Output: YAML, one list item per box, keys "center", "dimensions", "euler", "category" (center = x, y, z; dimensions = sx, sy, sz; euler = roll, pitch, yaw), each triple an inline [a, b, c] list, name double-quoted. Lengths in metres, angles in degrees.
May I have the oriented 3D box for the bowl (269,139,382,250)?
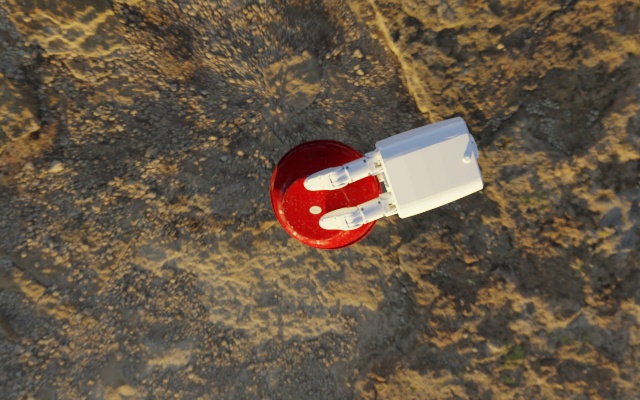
- center: [-0.001, 0.003, 0.644]
  dimensions: [0.162, 0.162, 0.055]
  euler: [0, 18, 14]
  category: "bowl"
